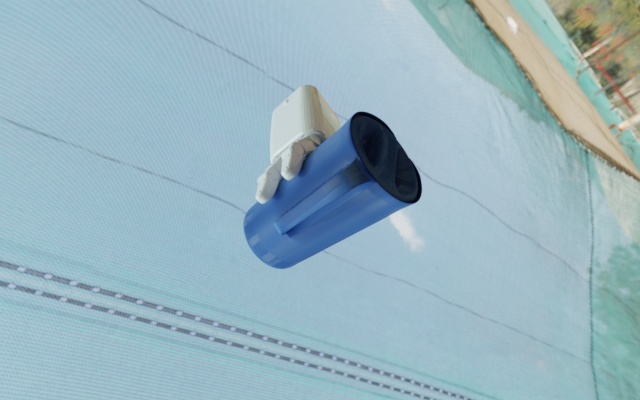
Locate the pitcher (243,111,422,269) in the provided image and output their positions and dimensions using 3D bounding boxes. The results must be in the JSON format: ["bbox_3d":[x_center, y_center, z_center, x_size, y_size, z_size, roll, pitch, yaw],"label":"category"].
[{"bbox_3d":[0.000,0.002,0.643,0.149,0.145,0.243,27,-48,-35],"label":"pitcher"}]
